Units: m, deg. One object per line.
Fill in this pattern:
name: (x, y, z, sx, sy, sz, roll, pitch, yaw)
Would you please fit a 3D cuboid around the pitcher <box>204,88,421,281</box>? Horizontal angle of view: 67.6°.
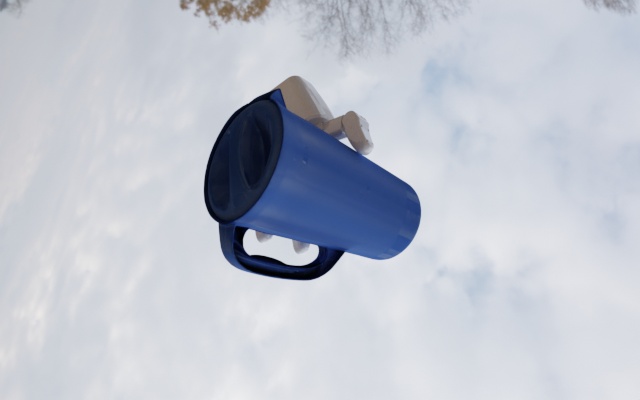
pitcher: (0.000, 0.002, 0.538, 0.243, 0.149, 0.145, 22, 30, -39)
